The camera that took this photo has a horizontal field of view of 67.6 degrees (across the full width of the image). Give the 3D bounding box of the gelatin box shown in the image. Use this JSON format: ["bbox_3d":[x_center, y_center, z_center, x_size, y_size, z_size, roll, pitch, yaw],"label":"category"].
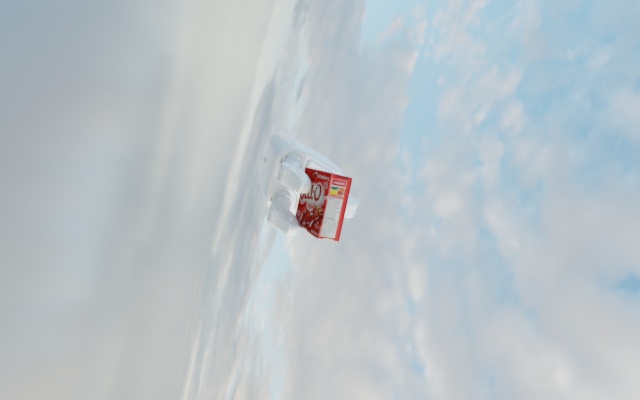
[{"bbox_3d":[0.001,0.002,0.558,0.030,0.073,0.089,10,5,-23],"label":"gelatin box"}]
